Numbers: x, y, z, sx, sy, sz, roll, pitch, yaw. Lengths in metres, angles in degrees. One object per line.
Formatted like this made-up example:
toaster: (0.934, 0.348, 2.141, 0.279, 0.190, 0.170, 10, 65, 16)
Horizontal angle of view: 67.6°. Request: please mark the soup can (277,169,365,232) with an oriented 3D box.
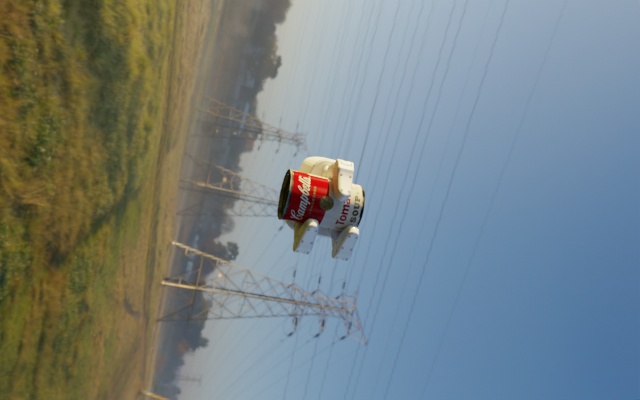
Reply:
soup can: (0.001, 0.002, 0.635, 0.102, 0.068, 0.068, 12, -3, -14)
